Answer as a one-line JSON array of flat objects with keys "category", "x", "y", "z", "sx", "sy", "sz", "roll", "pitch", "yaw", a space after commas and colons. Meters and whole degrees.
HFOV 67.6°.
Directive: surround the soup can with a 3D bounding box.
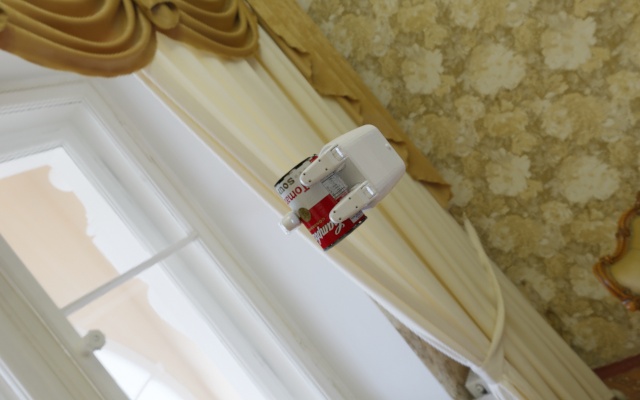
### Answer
[{"category": "soup can", "x": 0.000, "y": 0.002, "z": 0.584, "sx": 0.068, "sy": 0.102, "sz": 0.068, "roll": -38, "pitch": -1, "yaw": -1}]
